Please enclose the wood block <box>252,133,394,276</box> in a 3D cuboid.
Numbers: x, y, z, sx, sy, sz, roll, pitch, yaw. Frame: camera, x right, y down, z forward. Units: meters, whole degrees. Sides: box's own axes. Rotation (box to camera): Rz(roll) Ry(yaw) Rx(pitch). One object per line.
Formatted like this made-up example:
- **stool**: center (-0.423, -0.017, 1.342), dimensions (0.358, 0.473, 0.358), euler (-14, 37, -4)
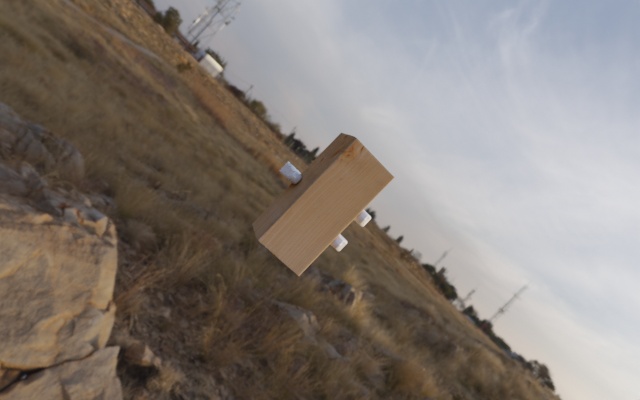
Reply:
- **wood block**: center (0.000, 0.002, 0.740), dimensions (0.091, 0.206, 0.090), euler (44, 1, -18)
